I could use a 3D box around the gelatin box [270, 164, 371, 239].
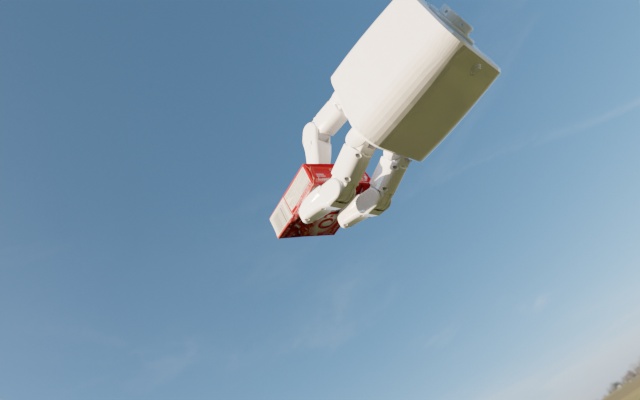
[{"bbox_3d":[0.000,0.001,0.485,0.073,0.030,0.089,-1,-39,-36],"label":"gelatin box"}]
